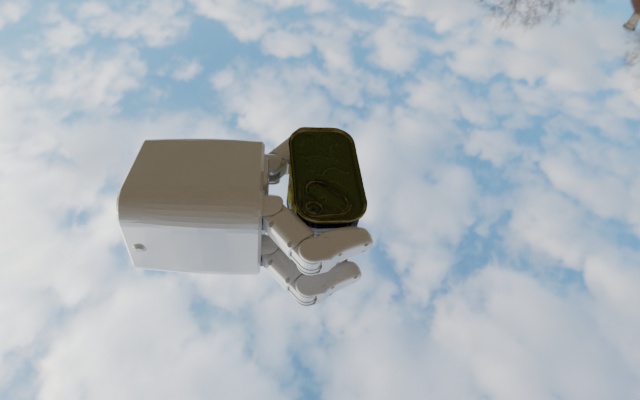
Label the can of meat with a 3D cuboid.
[{"bbox_3d":[0.000,0.001,0.418,0.057,0.102,0.084,-1,-38,-9],"label":"can of meat"}]
